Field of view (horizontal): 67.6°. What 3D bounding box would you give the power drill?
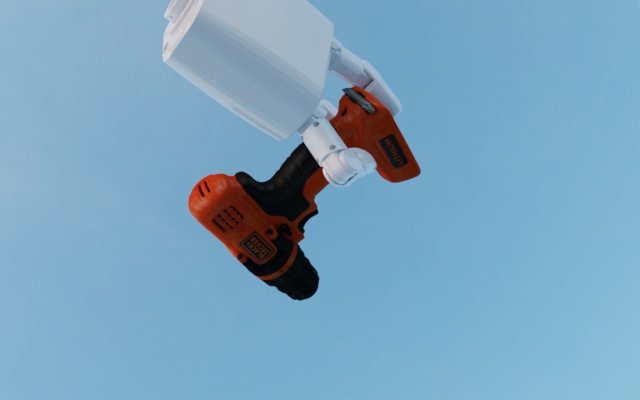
[{"bbox_3d":[0.000,0.001,0.445,0.057,0.187,0.184,49,-1,45],"label":"power drill"}]
